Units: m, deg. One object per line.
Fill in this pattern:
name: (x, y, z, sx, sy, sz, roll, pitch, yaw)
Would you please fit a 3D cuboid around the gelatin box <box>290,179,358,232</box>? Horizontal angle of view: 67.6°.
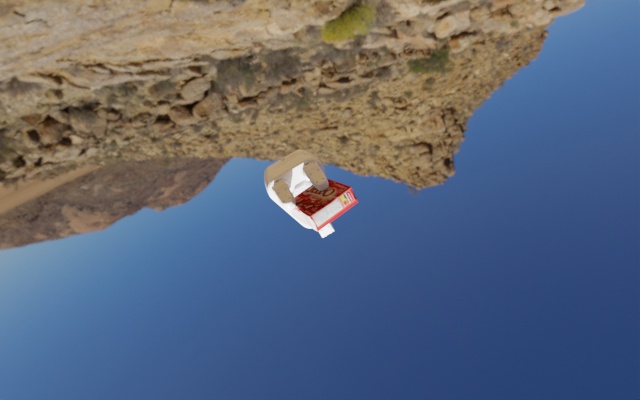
gelatin box: (0.000, 0.003, 0.685, 0.073, 0.030, 0.089, -35, 25, -15)
